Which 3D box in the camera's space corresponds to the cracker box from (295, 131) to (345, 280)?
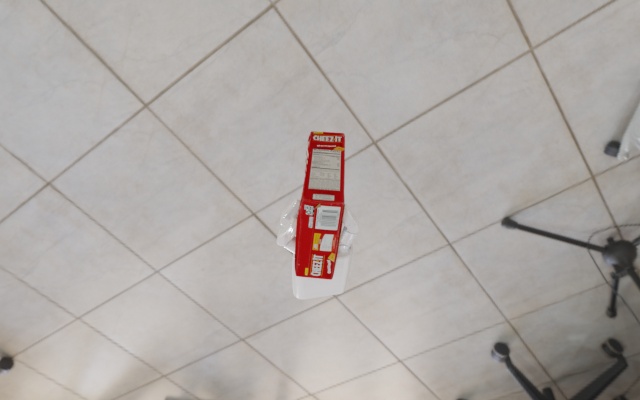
[{"bbox_3d":[0.000,0.003,0.826,0.072,0.164,0.213,5,37,-1],"label":"cracker box"}]
